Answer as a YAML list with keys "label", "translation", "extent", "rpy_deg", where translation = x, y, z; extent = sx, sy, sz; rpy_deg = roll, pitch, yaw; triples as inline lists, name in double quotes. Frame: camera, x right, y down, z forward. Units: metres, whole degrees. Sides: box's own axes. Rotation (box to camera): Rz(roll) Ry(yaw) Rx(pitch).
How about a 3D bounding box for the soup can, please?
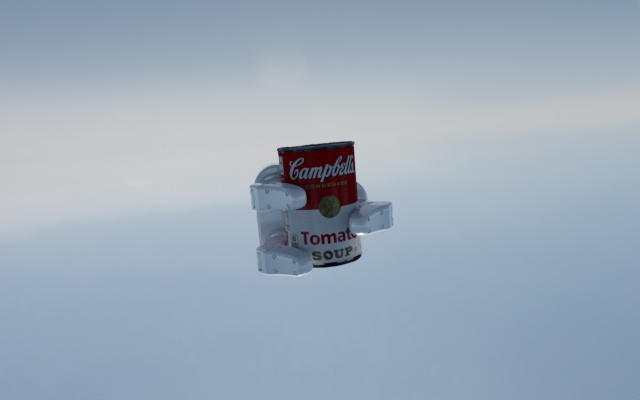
- label: "soup can"
  translation: [0.000, 0.002, 0.420]
  extent: [0.068, 0.102, 0.068]
  rpy_deg: [-5, 8, 1]
